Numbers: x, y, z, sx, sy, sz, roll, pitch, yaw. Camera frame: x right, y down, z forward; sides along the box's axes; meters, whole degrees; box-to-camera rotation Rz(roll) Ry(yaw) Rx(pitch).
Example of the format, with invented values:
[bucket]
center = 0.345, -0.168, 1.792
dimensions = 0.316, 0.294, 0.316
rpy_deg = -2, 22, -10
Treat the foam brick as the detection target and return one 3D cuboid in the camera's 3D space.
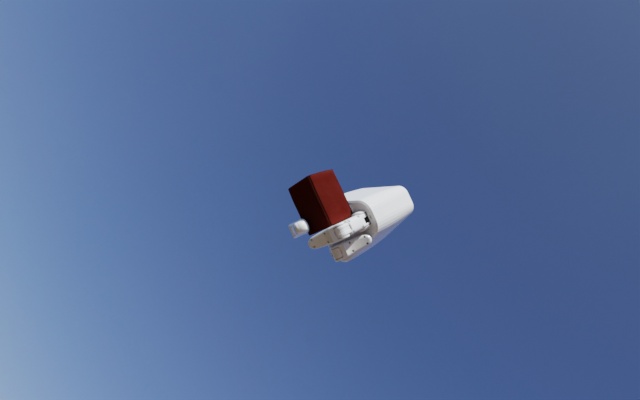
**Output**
[foam brick]
center = 0.000, 0.002, 0.687
dimensions = 0.051, 0.078, 0.053
rpy_deg = -22, -3, -43
